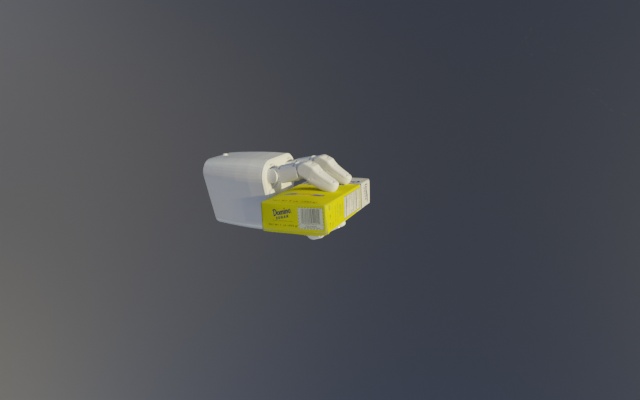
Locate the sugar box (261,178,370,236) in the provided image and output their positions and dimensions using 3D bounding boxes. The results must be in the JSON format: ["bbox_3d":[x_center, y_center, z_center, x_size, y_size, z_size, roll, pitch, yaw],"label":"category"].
[{"bbox_3d":[0.000,0.002,0.672,0.093,0.048,0.176,4,17,22],"label":"sugar box"}]
